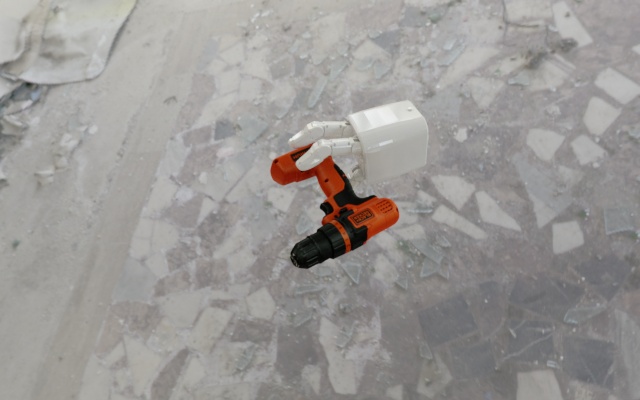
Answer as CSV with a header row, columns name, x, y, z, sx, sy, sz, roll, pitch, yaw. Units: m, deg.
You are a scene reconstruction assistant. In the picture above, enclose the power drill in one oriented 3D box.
name,x,y,z,sx,sy,sz,roll,pitch,yaw
power drill,0.000,0.002,0.733,0.184,0.187,0.057,-24,-29,-25
